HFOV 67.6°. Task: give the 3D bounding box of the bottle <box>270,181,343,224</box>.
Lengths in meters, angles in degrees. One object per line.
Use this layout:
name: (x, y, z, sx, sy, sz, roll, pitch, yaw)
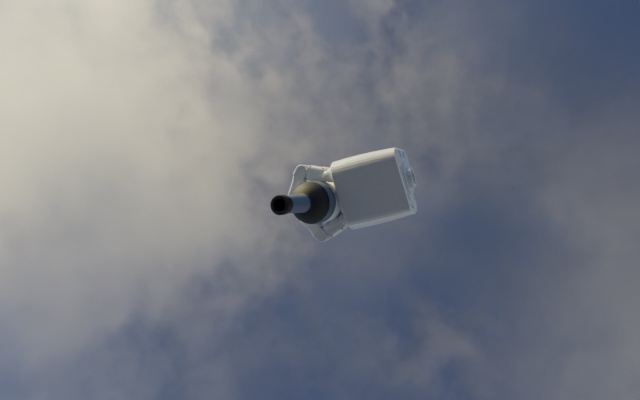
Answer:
bottle: (0.000, 0.003, 0.769, 0.069, 0.069, 0.295, 0, 1, 22)
